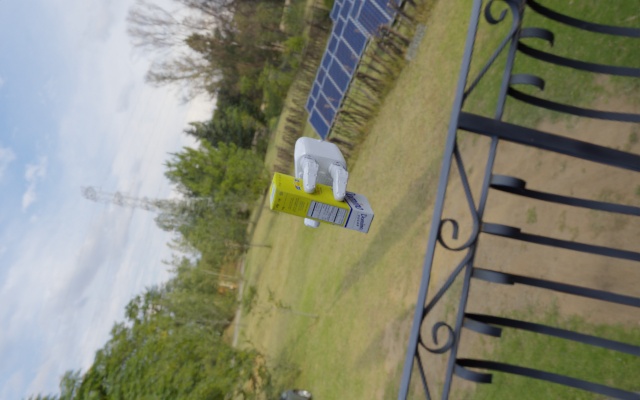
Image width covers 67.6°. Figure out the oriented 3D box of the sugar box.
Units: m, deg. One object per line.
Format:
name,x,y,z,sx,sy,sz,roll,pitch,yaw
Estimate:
sugar box,0.000,0.002,0.843,0.176,0.048,0.093,12,21,-11
